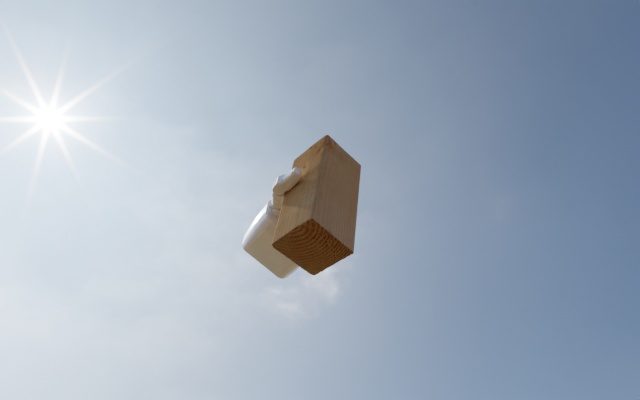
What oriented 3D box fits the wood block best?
[{"bbox_3d":[0.000,0.002,0.768,0.091,0.206,0.090,39,-54,-24],"label":"wood block"}]
